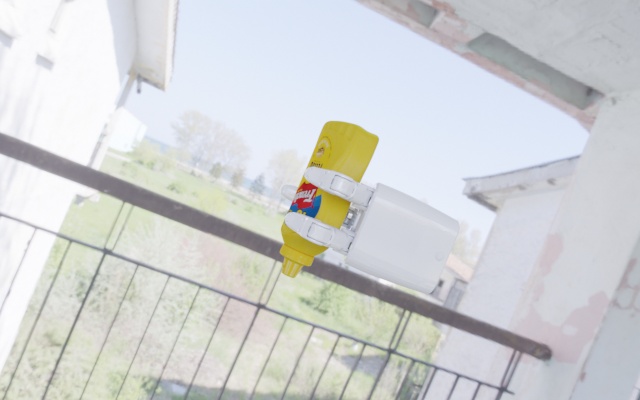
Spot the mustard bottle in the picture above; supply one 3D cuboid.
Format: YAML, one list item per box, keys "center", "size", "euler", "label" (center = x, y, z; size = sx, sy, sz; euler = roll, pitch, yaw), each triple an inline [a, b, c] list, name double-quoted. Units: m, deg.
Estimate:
- center: [0.000, 0.001, 0.571]
  size: [0.058, 0.191, 0.096]
  euler: [24, -1, -28]
  label: "mustard bottle"
